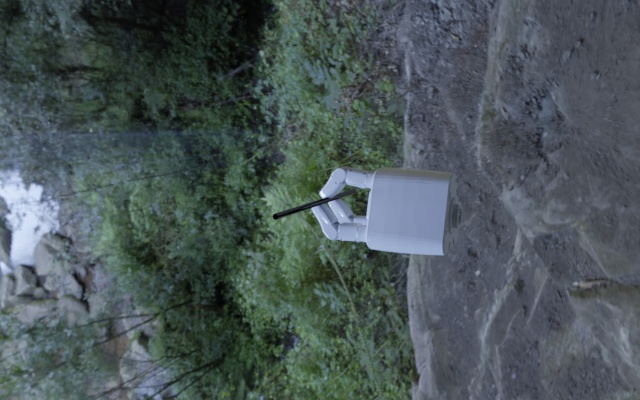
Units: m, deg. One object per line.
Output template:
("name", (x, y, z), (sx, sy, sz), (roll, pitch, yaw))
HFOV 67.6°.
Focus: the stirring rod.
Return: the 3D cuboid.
("stirring rod", (0.000, 0.002, 0.687), (0.011, 0.011, 0.239), (0, 8, 28))
